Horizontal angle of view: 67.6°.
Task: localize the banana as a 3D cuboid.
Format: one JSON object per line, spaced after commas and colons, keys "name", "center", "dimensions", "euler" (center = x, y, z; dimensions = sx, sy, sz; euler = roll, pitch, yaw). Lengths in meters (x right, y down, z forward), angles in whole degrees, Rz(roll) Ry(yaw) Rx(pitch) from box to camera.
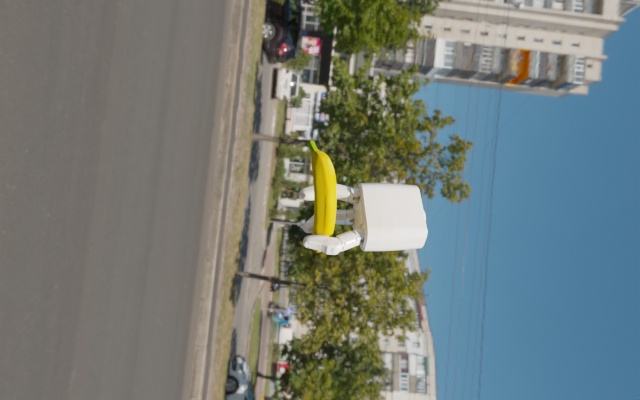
{"name": "banana", "center": [0.004, 0.006, 0.777], "dimensions": [0.037, 0.198, 0.069], "euler": [-5, 21, -11]}
